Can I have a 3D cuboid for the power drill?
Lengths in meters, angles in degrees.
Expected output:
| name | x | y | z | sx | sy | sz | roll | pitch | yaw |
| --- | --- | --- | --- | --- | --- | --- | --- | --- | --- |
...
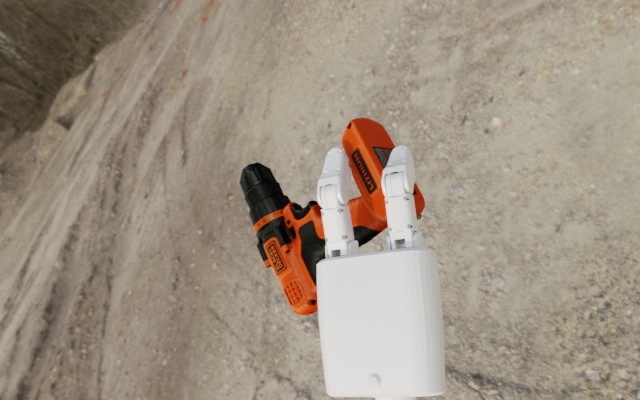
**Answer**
| name | x | y | z | sx | sy | sz | roll | pitch | yaw |
| --- | --- | --- | --- | --- | --- | --- | --- | --- | --- |
| power drill | 0.000 | 0.002 | 0.489 | 0.057 | 0.184 | 0.188 | -6 | -27 | -49 |
